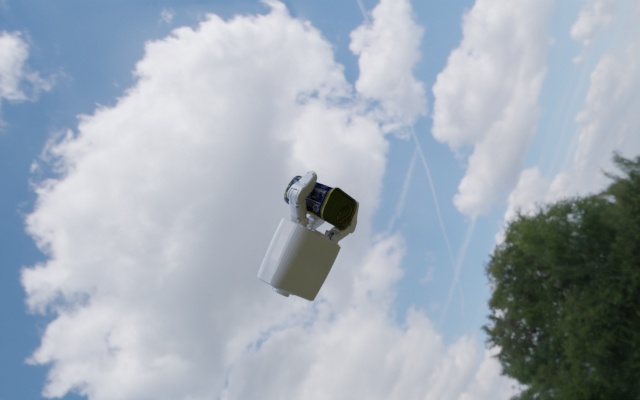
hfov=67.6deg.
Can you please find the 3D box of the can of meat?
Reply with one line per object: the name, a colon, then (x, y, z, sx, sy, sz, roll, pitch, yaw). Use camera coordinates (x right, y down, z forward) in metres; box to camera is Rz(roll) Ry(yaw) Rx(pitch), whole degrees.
can of meat: (0.000, 0.002, 0.797, 0.084, 0.057, 0.102, 21, -6, 32)
